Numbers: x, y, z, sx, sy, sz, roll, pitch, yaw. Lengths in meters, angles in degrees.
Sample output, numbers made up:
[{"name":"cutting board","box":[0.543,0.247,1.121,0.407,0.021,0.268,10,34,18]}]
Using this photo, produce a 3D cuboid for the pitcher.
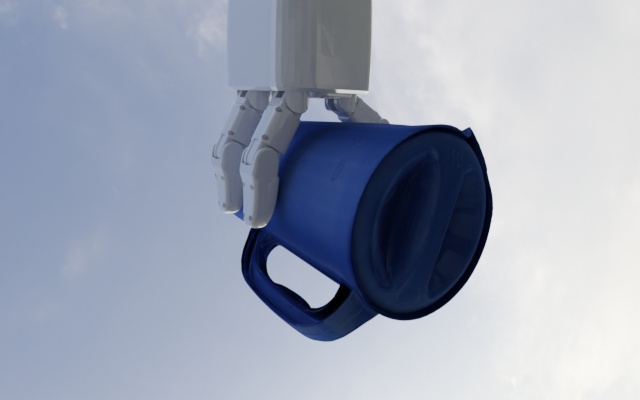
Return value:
[{"name":"pitcher","box":[0.000,0.001,0.400,0.149,0.145,0.243,-7,15,-35]}]
